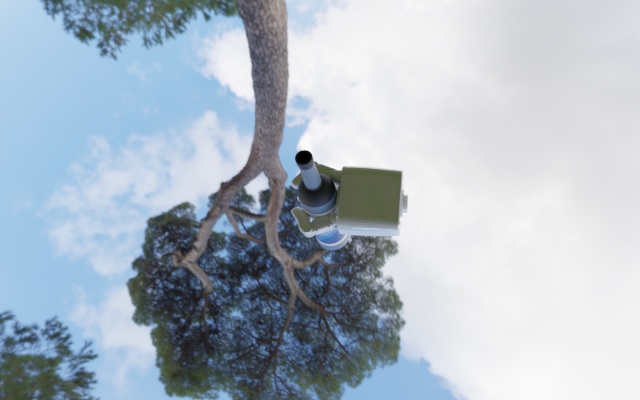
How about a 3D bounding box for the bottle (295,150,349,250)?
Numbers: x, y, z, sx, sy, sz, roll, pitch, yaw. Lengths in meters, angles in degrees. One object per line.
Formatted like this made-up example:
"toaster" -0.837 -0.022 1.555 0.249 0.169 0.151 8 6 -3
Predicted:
"bottle" 0.000 0.003 0.842 0.069 0.069 0.296 0 -27 11
